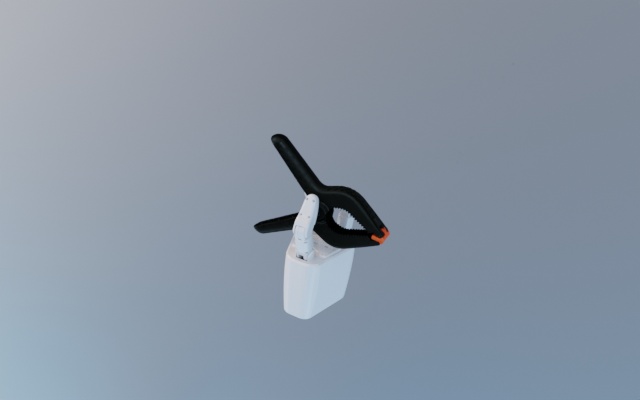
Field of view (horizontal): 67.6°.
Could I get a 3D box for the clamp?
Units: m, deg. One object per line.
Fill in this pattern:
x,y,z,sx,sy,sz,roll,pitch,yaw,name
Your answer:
0.000,0.003,0.680,0.210,0.165,0.036,18,28,20,clamp
